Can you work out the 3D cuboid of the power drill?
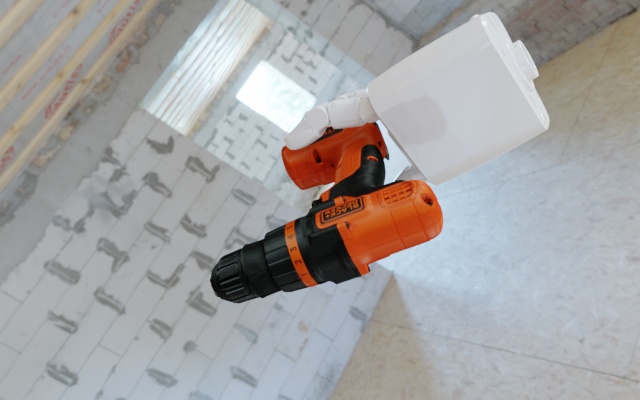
[{"bbox_3d":[0.000,0.001,0.418,0.184,0.057,0.187,-19,30,10],"label":"power drill"}]
